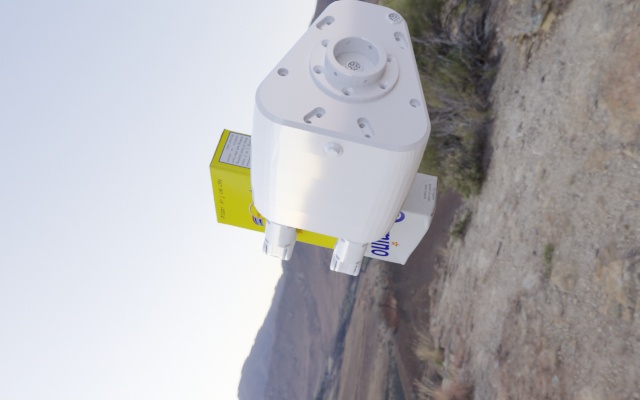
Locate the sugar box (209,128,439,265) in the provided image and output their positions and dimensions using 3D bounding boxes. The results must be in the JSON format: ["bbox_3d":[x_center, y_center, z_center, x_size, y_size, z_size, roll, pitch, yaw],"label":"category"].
[{"bbox_3d":[0.000,0.002,0.404,0.176,0.048,0.093,14,-32,2],"label":"sugar box"}]
